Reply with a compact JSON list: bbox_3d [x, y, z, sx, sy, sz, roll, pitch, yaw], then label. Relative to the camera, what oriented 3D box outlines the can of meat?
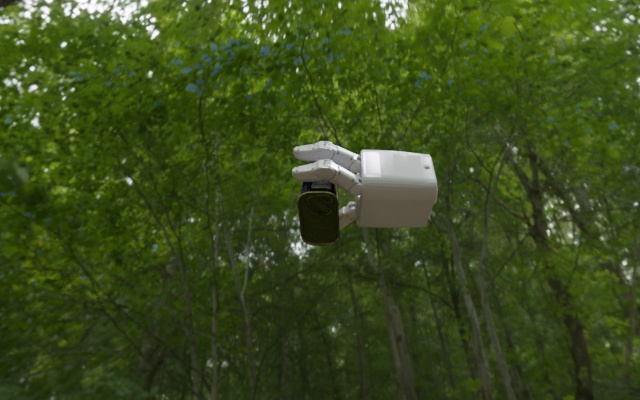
[{"bbox_3d":[0.000,0.002,0.712,0.057,0.102,0.084,-1,39,4],"label":"can of meat"}]
